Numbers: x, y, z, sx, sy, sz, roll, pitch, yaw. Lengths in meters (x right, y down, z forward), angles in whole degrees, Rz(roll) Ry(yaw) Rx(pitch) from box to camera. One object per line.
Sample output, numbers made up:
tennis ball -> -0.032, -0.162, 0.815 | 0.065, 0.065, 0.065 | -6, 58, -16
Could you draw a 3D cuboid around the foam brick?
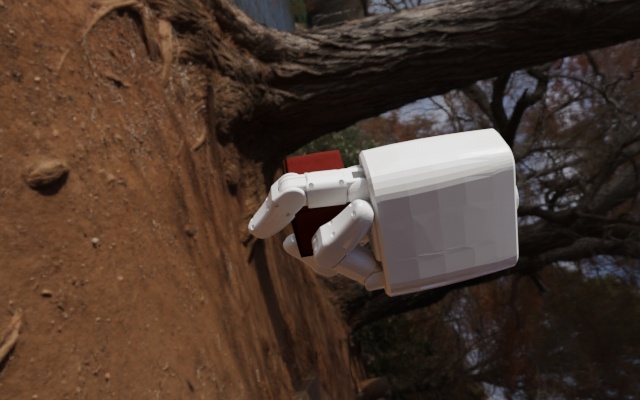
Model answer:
foam brick -> 0.000, 0.001, 0.412 | 0.051, 0.053, 0.078 | -12, 40, 1
